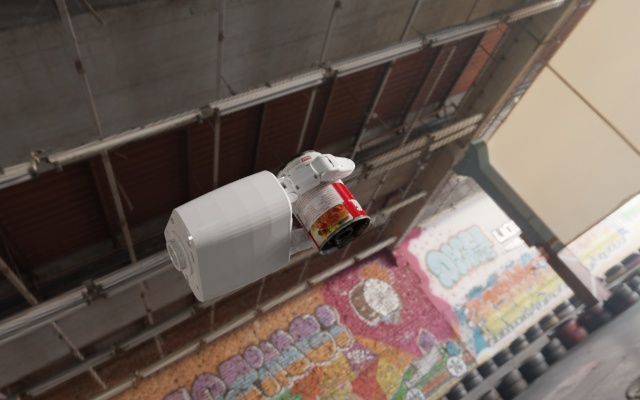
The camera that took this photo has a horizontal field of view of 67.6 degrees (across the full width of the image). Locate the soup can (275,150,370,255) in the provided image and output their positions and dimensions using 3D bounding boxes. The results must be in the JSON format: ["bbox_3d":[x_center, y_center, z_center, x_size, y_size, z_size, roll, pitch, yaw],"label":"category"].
[{"bbox_3d":[0.000,0.001,0.545,0.068,0.102,0.068,-30,-21,-13],"label":"soup can"}]
